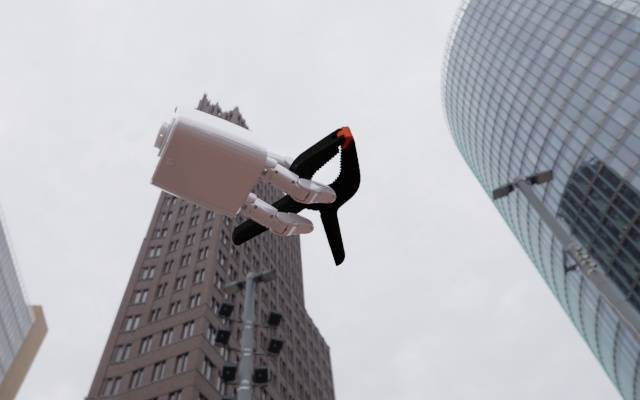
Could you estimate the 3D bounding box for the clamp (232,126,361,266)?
[{"bbox_3d":[0.000,0.001,0.621,0.164,0.210,0.036,20,30,-25],"label":"clamp"}]
